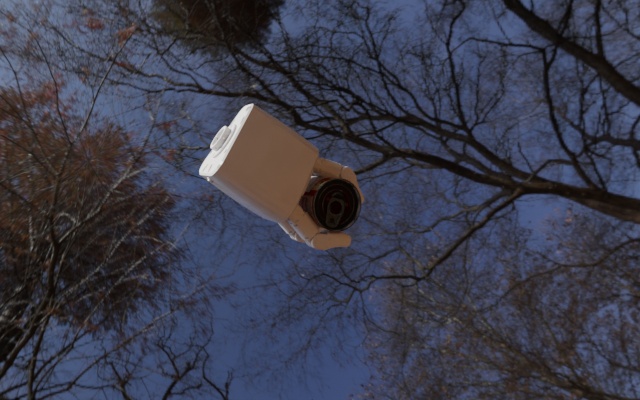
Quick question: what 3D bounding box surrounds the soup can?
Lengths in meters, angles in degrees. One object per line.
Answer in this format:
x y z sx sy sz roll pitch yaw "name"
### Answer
0.000 0.002 0.642 0.068 0.068 0.102 0 4 -26 "soup can"
